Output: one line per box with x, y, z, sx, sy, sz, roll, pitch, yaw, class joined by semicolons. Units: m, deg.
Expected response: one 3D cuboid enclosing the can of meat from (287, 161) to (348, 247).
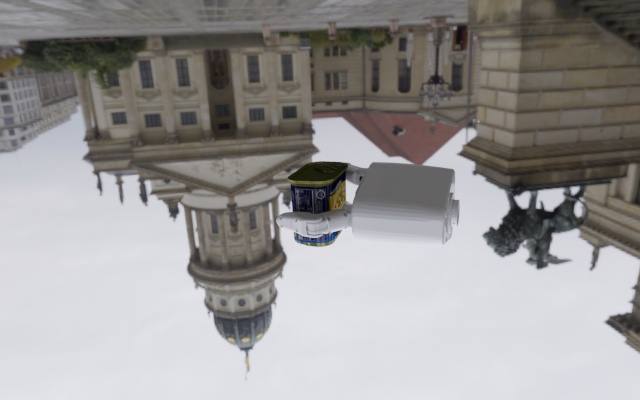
0.000;0.002;0.607;0.057;0.084;0.102;3;19;18;can of meat
